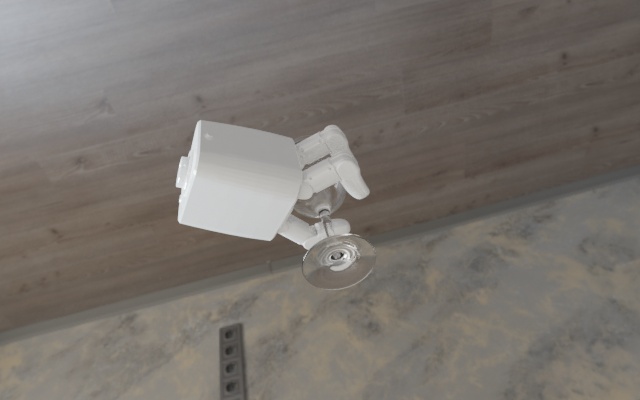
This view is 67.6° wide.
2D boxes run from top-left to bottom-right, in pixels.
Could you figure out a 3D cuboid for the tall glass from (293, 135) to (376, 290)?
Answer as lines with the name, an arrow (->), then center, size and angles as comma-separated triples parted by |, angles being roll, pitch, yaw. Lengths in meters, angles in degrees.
tall glass -> 0.000, 0.002, 0.541 | 0.079, 0.079, 0.201 | 0, 37, -13
